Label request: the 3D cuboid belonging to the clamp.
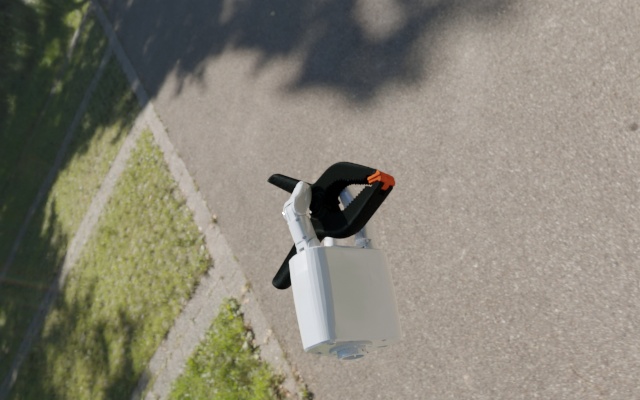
[{"bbox_3d":[0.000,0.002,0.599,0.036,0.164,0.210,15,-38,-42],"label":"clamp"}]
